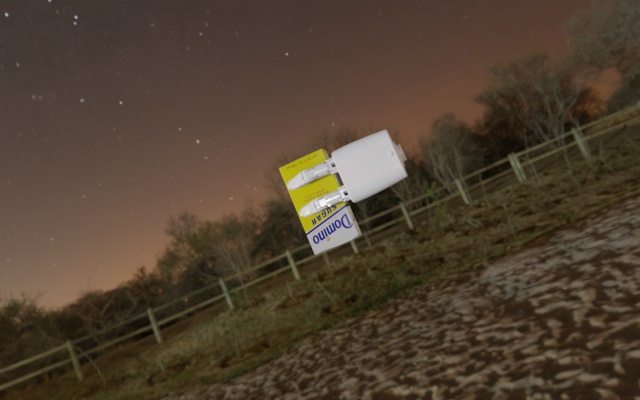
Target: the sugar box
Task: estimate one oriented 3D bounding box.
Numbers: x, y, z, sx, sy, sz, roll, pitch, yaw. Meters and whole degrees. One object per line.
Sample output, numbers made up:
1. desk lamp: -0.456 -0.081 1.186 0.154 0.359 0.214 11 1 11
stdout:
1. sugar box: 0.000 0.003 0.890 0.093 0.176 0.048 -24 -6 10
